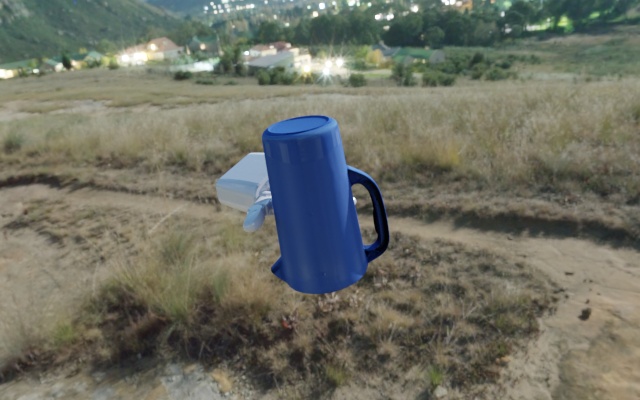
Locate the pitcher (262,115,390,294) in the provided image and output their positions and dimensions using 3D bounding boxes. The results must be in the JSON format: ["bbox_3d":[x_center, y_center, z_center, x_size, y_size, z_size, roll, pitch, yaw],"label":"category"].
[{"bbox_3d":[0.000,0.002,0.705,0.145,0.243,0.149,11,30,40],"label":"pitcher"}]
